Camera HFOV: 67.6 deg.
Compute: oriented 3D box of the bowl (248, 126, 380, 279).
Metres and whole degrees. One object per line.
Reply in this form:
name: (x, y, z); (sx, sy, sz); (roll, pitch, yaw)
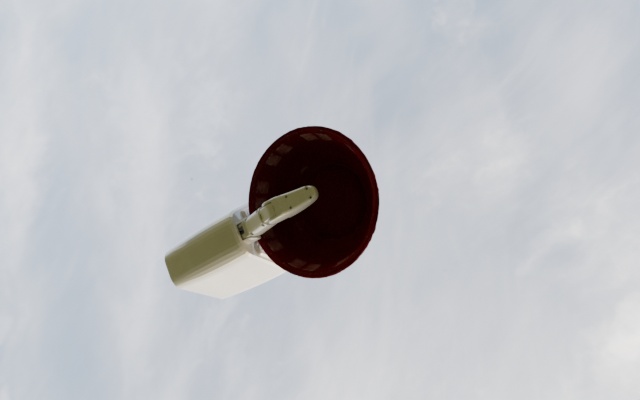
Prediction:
bowl: (0.001, 0.001, 0.525); (0.162, 0.162, 0.055); (0, 0, 31)
